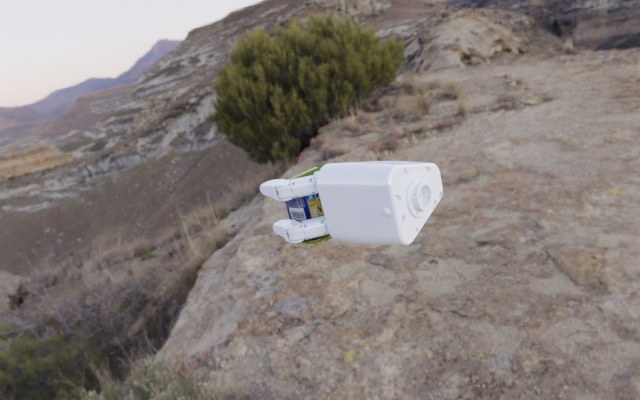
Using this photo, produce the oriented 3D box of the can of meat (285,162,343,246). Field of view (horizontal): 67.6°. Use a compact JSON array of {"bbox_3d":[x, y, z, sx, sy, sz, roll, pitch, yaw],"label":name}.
[{"bbox_3d":[0.000,0.002,0.652,0.102,0.084,0.057,-28,22,-38],"label":"can of meat"}]
